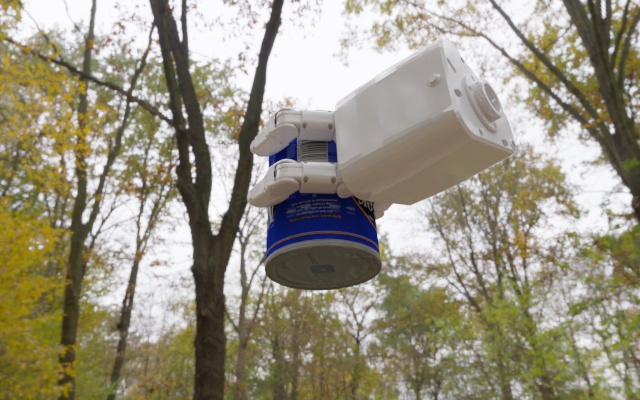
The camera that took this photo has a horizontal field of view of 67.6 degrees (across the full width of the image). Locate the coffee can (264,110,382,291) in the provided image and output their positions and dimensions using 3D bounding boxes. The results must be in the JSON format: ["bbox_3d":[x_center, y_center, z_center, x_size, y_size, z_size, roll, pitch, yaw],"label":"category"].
[{"bbox_3d":[0.000,0.002,0.451,0.103,0.140,0.103,-2,-30,-1],"label":"coffee can"}]
